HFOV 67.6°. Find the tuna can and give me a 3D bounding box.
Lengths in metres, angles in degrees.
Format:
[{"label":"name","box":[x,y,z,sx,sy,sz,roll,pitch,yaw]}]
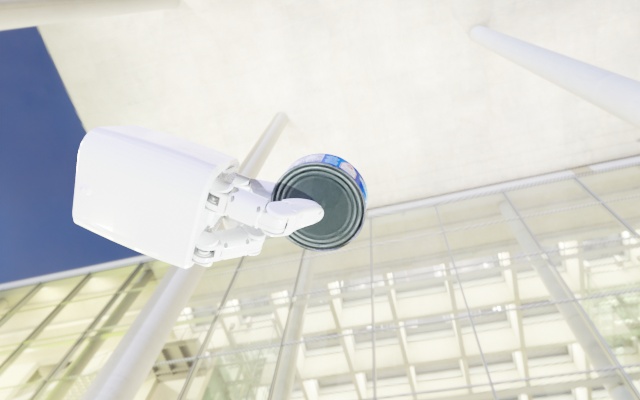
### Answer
[{"label":"tuna can","box":[0.000,0.001,0.434,0.086,0.086,0.033,0,22,11]}]
